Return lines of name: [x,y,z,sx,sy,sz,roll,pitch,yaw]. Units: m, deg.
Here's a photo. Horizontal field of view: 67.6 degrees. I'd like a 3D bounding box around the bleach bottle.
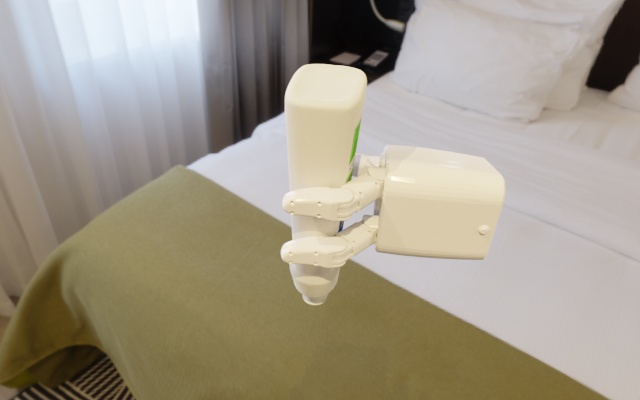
bleach bottle: [0.000,0.002,0.481,0.068,0.251,0.102,7,35,6]
